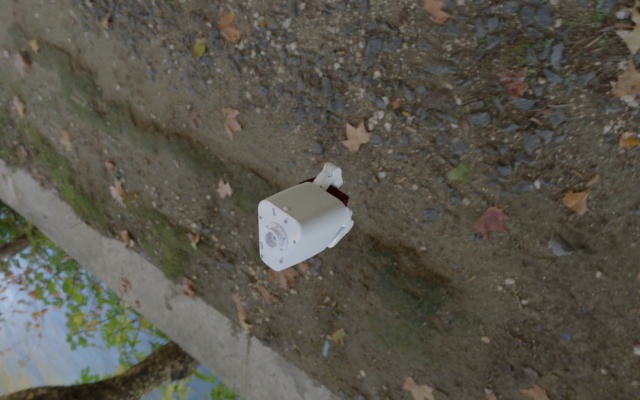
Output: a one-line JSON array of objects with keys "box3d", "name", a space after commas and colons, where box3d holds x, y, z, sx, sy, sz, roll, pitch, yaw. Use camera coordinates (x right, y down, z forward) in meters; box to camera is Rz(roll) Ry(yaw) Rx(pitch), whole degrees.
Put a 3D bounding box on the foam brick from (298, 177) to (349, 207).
[{"box3d": [0.000, 0.003, 0.820, 0.078, 0.053, 0.051, 33, 34, 28], "name": "foam brick"}]
